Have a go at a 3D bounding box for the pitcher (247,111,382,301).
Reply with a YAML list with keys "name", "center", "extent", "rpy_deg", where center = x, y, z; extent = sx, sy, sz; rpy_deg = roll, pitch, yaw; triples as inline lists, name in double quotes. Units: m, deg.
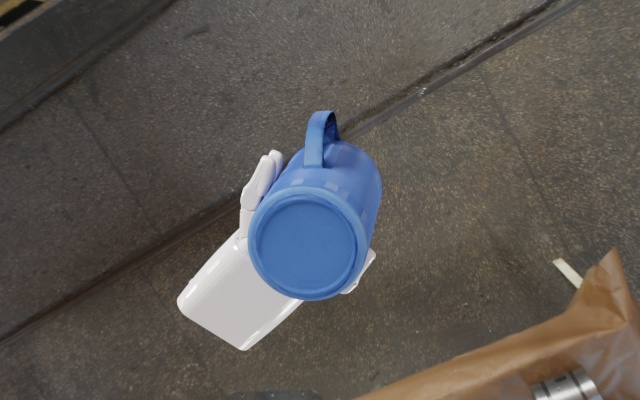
- name: "pitcher"
  center: [0.000, 0.002, 0.525]
  extent: [0.145, 0.149, 0.242]
  rpy_deg: [-45, 5, 14]
